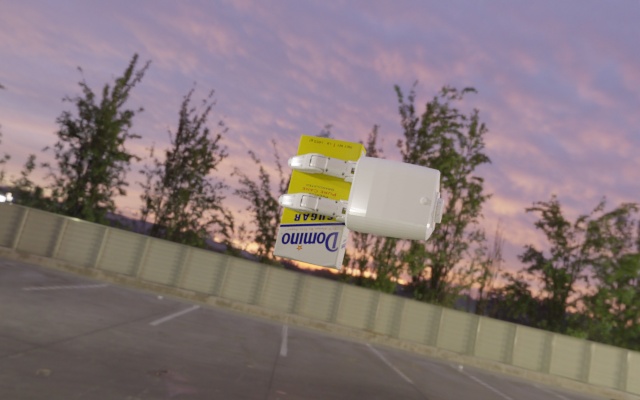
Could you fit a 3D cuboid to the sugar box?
[{"bbox_3d":[0.000,0.002,0.671,0.093,0.176,0.048,10,-10,15],"label":"sugar box"}]
